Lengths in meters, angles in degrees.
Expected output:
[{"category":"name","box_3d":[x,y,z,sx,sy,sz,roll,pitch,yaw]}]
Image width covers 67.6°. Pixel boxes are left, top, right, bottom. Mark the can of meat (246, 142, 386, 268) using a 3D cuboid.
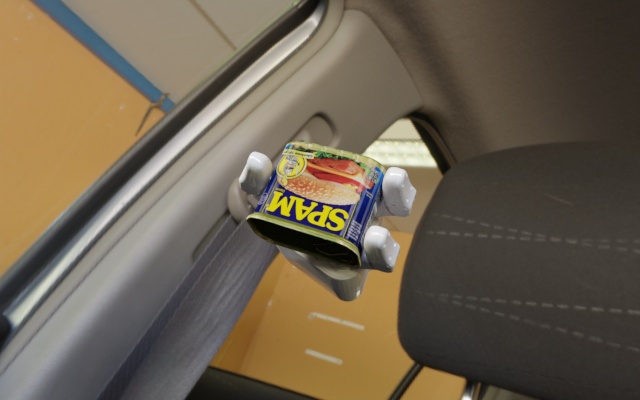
[{"category":"can of meat","box_3d":[0.000,0.001,0.420,0.102,0.084,0.057,16,-23,17]}]
